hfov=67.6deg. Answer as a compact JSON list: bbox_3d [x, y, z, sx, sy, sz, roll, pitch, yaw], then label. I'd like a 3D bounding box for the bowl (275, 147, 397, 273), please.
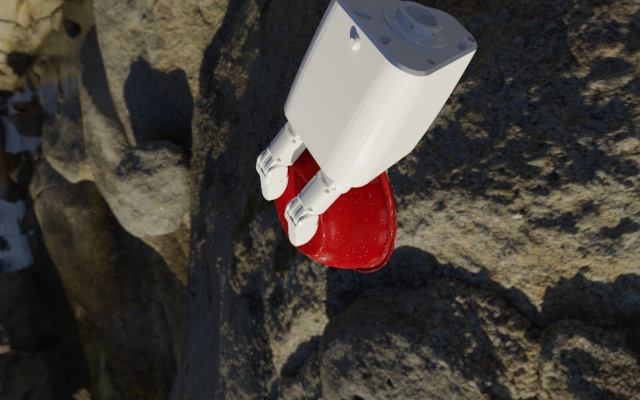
[{"bbox_3d":[0.000,0.003,0.459,0.055,0.162,0.162,-20,9,-28],"label":"bowl"}]
